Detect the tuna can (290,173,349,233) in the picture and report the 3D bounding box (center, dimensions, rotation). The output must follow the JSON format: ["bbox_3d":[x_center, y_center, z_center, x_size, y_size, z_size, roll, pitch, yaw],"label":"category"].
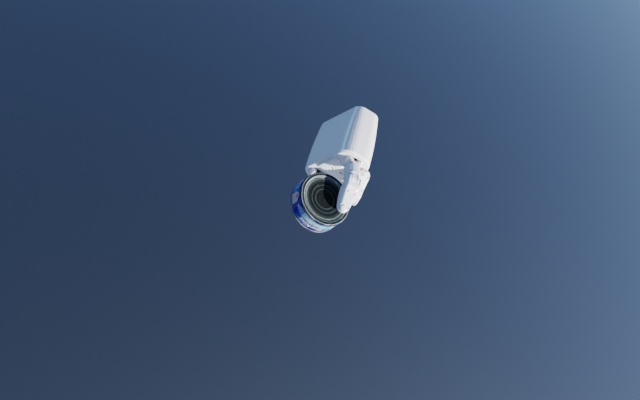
[{"bbox_3d":[0.000,0.002,0.711,0.086,0.086,0.034,0,-19,-32],"label":"tuna can"}]
